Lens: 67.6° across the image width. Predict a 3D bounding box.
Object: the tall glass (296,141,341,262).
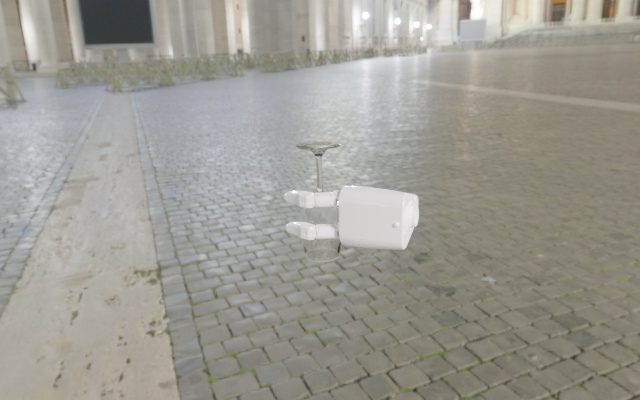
[{"bbox_3d":[0.000,0.002,0.827,0.079,0.201,0.079,-2,16,1],"label":"tall glass"}]
